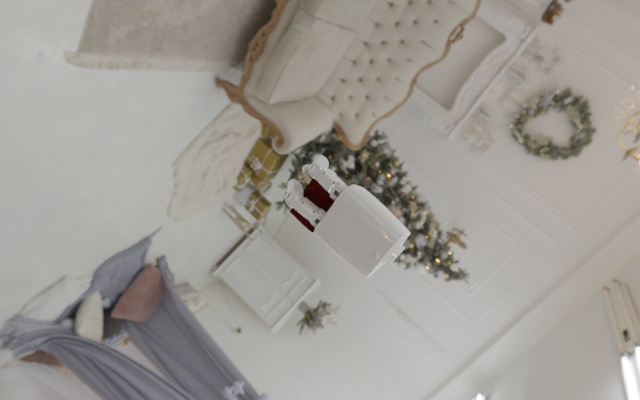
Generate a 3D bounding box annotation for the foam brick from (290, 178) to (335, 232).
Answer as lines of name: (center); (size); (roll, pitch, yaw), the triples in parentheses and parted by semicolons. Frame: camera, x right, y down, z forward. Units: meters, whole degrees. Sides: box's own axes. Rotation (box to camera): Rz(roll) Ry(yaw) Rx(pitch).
foam brick: (0.000, 0.003, 0.748); (0.051, 0.078, 0.053); (43, 26, 14)
